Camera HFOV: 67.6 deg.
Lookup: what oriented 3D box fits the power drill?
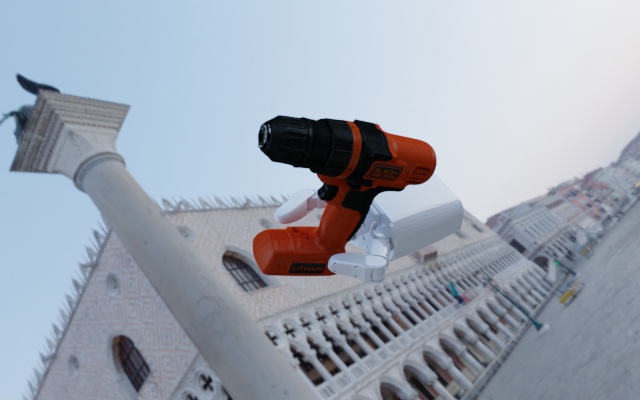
[{"bbox_3d":[0.000,0.002,0.471,0.184,0.057,0.188,7,-44,-31],"label":"power drill"}]
